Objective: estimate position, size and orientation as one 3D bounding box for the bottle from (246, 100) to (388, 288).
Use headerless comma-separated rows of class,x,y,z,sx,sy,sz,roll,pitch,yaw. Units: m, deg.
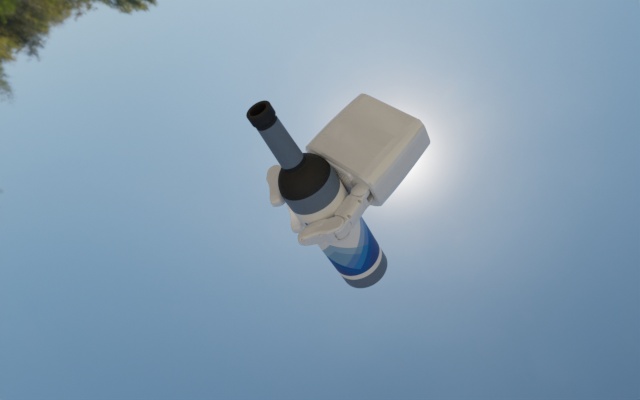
bottle,0.000,0.002,0.567,0.069,0.069,0.296,0,-38,32
